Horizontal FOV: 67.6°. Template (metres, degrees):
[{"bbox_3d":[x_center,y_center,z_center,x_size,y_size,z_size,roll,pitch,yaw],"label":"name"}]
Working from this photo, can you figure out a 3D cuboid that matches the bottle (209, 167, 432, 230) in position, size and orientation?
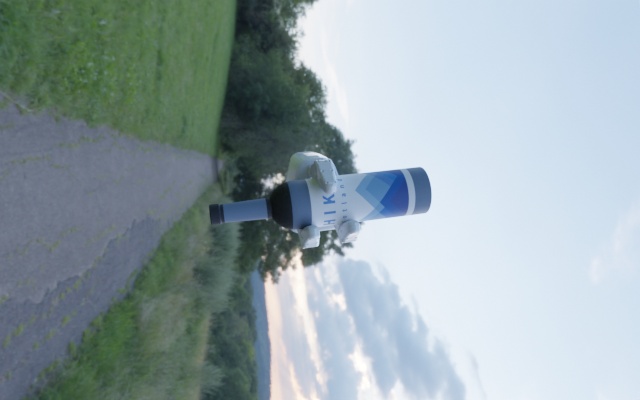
[{"bbox_3d":[0.000,0.002,0.648,0.296,0.069,0.069,-7,1,-10],"label":"bottle"}]
